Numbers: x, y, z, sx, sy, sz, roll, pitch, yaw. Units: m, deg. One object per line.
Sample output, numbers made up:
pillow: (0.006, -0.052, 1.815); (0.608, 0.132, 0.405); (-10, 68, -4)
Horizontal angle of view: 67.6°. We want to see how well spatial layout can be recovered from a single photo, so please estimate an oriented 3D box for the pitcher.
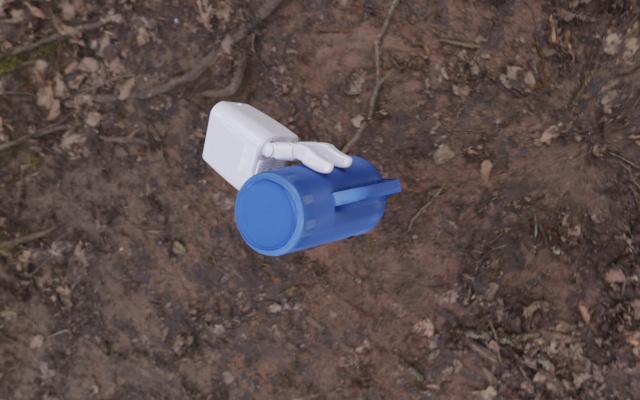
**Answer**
pitcher: (0.000, 0.002, 0.690); (0.145, 0.149, 0.243); (38, 23, 20)
